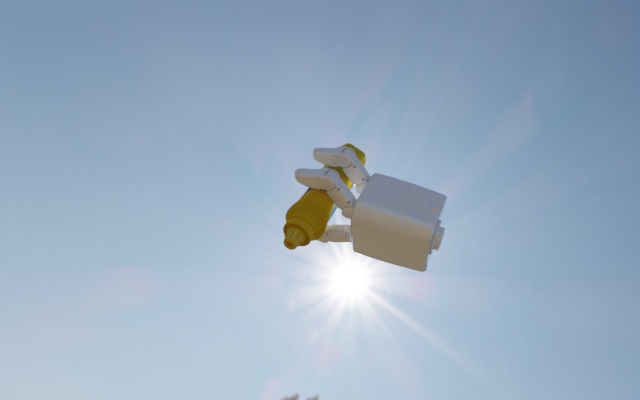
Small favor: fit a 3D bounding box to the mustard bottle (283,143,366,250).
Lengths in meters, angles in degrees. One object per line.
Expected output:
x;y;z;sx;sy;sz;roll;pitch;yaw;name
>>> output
0.000;0.002;0.676;0.058;0.191;0.096;35;-45;0;mustard bottle
